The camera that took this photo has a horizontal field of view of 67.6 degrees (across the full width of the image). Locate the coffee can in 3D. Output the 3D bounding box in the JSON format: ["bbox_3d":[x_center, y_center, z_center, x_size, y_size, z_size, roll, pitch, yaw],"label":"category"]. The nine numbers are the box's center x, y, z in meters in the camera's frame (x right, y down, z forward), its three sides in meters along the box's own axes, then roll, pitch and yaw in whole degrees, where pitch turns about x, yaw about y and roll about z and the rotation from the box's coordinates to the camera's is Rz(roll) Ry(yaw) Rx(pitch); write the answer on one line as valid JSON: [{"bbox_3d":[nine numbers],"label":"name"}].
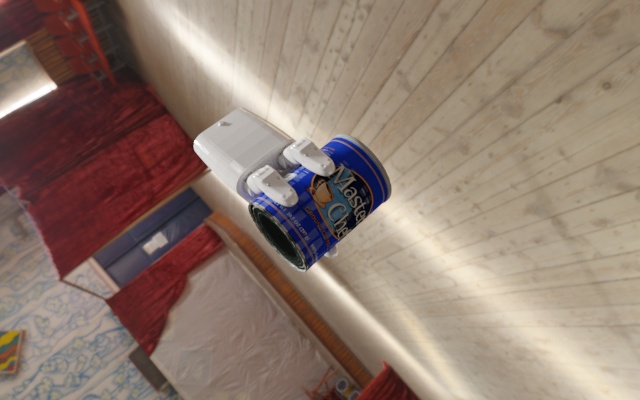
[{"bbox_3d":[0.000,0.002,0.569,0.140,0.103,0.103,-40,15,-19],"label":"coffee can"}]
